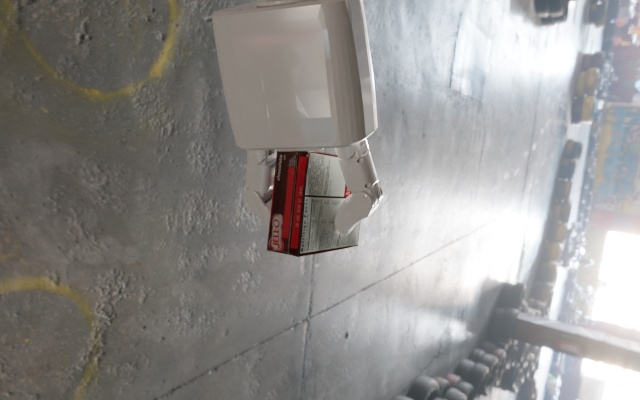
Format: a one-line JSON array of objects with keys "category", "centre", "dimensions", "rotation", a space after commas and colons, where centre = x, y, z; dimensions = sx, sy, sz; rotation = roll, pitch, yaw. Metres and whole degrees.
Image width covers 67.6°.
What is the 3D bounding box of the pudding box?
[{"category": "pudding box", "centre": [0.000, 0.001, 0.441], "dimensions": [0.039, 0.090, 0.113], "rotation": [9, 4, 33]}]
